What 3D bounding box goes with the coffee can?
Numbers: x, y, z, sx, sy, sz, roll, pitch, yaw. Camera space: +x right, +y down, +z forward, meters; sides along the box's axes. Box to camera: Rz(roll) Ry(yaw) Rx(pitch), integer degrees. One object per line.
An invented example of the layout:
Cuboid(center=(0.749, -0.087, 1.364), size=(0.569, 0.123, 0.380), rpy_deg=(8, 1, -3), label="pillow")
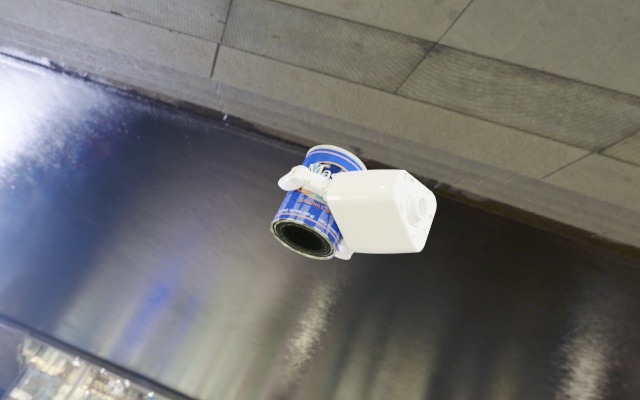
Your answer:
Cuboid(center=(0.000, 0.002, 0.717), size=(0.103, 0.140, 0.103), rpy_deg=(19, -29, 11), label="coffee can")
